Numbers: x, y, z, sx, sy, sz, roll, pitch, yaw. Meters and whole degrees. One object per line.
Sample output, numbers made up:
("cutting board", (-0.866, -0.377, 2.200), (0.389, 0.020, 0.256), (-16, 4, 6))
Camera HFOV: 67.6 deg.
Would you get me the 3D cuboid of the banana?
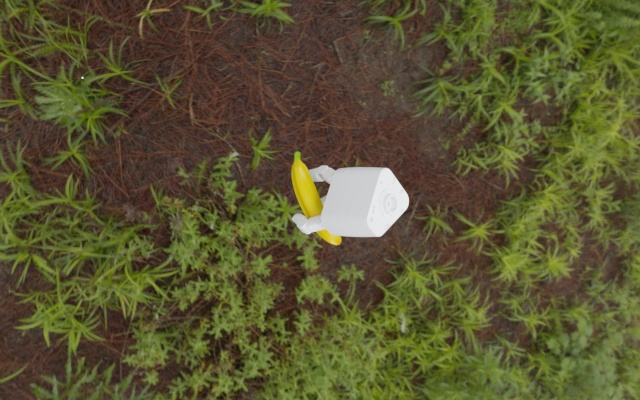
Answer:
("banana", (-0.008, 0.008, 0.879), (0.037, 0.198, 0.069), (-14, 18, 30))
